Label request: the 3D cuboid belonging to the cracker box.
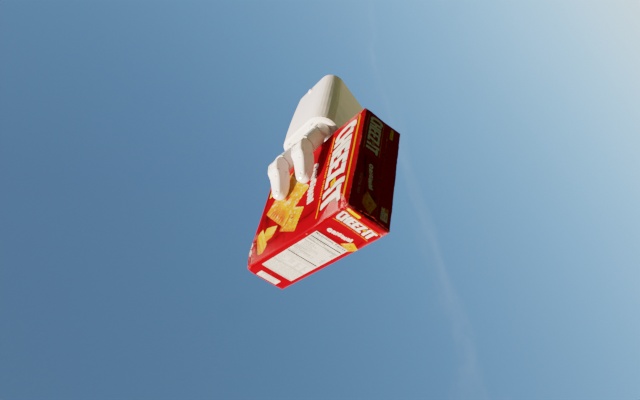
[{"bbox_3d":[0.000,0.002,0.626,0.072,0.164,0.214,32,-43,-23],"label":"cracker box"}]
